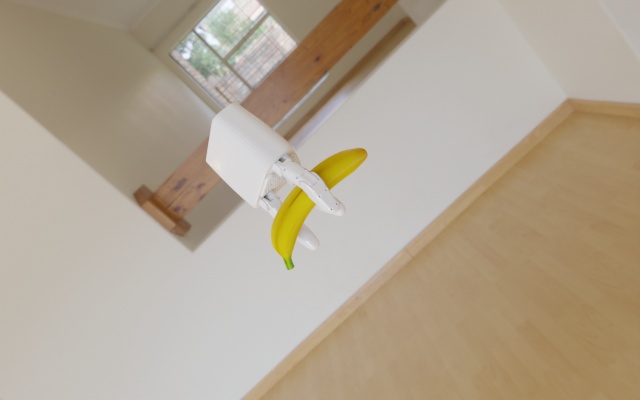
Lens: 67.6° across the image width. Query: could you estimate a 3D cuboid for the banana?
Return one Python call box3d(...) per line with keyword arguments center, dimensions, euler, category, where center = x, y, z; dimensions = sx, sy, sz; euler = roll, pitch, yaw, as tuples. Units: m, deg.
box3d(center=(-0.011, -0.002, 0.644), dimensions=(0.037, 0.198, 0.070), euler=(35, 0, 38), category="banana")
